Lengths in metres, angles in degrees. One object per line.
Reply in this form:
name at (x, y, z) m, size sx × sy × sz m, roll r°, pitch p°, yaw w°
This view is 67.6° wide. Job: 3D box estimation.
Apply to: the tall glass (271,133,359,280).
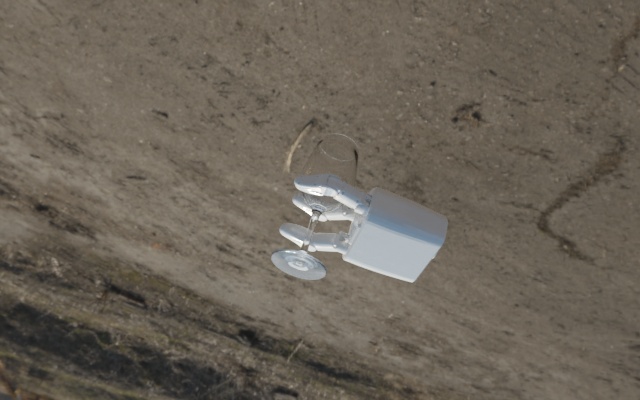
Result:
tall glass at (0.000, 0.003, 0.653) m, size 0.079 × 0.201 × 0.079 m, roll 13°, pitch -32°, yaw 8°
